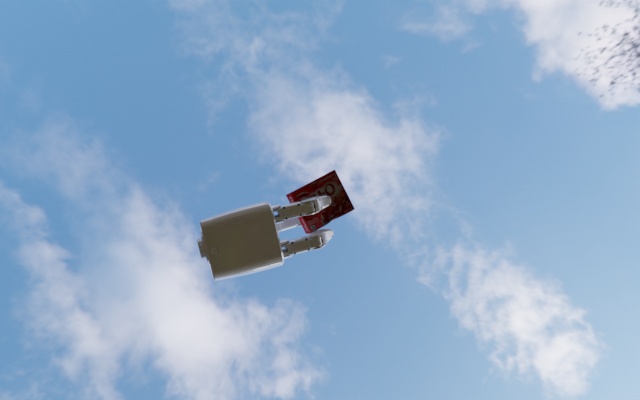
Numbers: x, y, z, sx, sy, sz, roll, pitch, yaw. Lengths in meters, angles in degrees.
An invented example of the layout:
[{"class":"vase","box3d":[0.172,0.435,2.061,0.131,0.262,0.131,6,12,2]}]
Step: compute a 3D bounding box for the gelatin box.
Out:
[{"class":"gelatin box","box3d":[0.000,0.002,0.771,0.089,0.073,0.030,-28,2,-20]}]
